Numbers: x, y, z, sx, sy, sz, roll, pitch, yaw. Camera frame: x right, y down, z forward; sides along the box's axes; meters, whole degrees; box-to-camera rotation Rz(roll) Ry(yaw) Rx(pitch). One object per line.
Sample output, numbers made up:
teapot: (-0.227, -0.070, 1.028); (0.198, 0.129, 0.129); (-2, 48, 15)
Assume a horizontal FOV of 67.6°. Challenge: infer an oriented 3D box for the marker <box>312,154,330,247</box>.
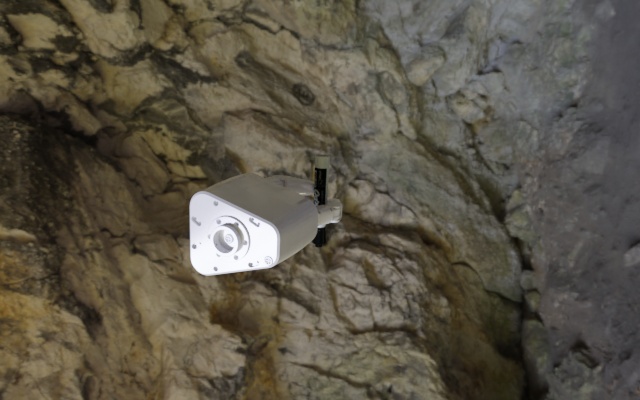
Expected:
marker: (0.000, 0.002, 0.614); (0.020, 0.121, 0.020); (2, 13, -1)
